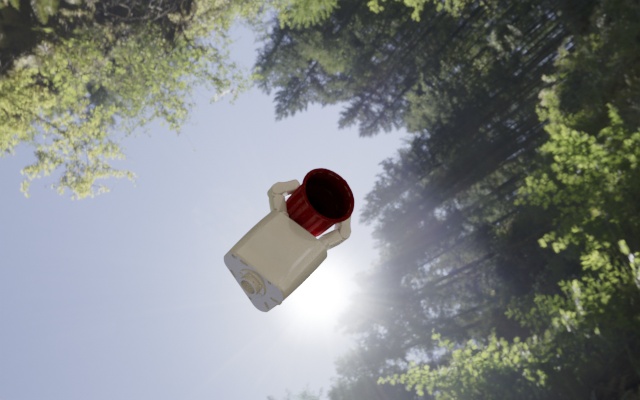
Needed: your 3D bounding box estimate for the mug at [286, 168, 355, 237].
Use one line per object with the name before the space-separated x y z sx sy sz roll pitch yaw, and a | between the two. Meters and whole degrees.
mug | 0.001 0.002 0.761 0.117 0.093 0.081 -42 0 -42
